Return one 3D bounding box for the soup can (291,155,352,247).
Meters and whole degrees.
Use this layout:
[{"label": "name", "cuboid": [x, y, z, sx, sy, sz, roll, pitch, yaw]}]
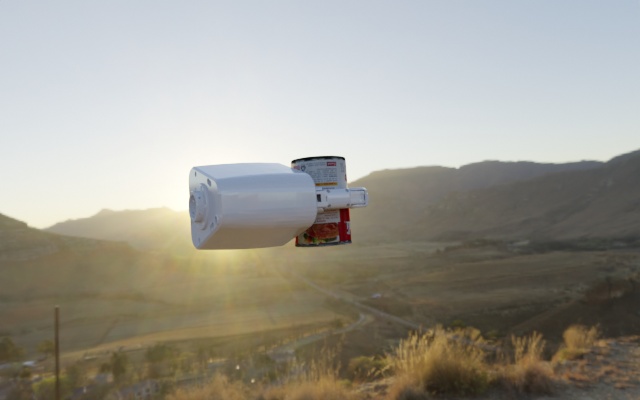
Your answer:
[{"label": "soup can", "cuboid": [0.001, 0.002, 0.566, 0.068, 0.102, 0.068, -4, -2, 0]}]
